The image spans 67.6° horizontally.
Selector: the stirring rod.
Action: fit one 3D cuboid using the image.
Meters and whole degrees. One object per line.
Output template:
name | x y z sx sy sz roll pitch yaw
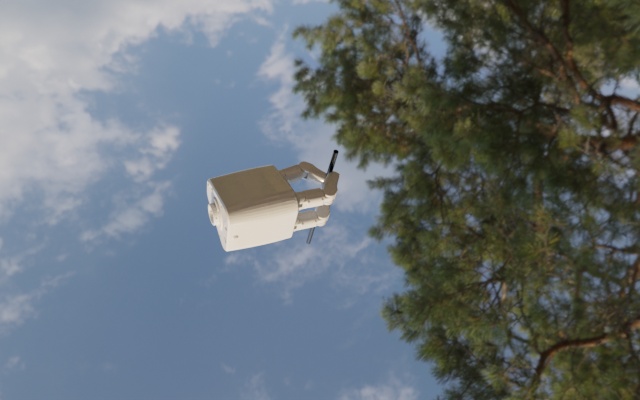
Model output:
stirring rod | 0.000 0.003 0.805 0.011 0.011 0.240 0 -39 -14
